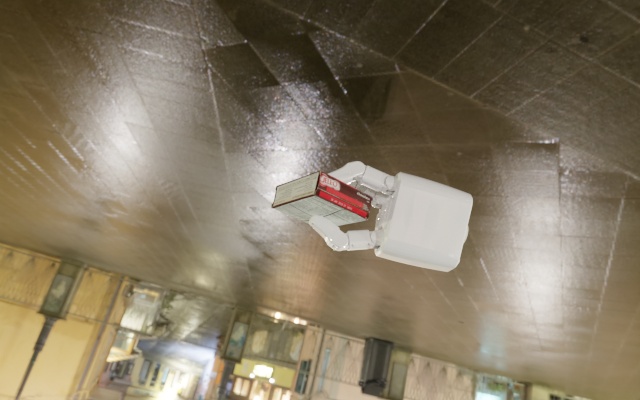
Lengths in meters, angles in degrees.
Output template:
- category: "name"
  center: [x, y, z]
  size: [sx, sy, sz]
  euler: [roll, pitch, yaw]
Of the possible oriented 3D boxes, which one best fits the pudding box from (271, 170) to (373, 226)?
- category: "pudding box"
  center: [0.000, 0.002, 0.643]
  size: [0.090, 0.039, 0.113]
  euler: [26, -25, -29]
